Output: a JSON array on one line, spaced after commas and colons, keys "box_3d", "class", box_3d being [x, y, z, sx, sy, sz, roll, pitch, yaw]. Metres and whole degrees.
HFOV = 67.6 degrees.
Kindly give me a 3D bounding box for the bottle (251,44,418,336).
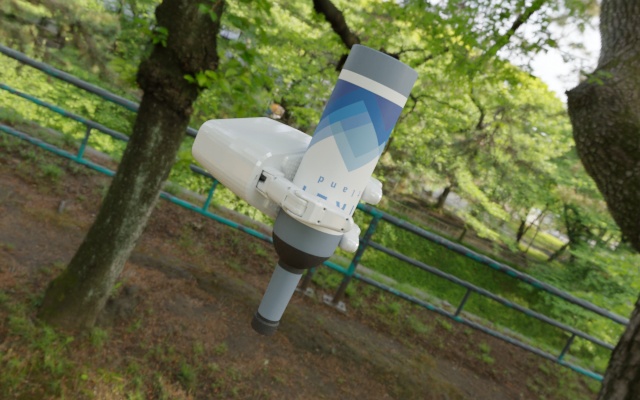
[{"box_3d": [0.000, 0.001, 0.468, 0.069, 0.296, 0.069, 24, 11, -5], "class": "bottle"}]
